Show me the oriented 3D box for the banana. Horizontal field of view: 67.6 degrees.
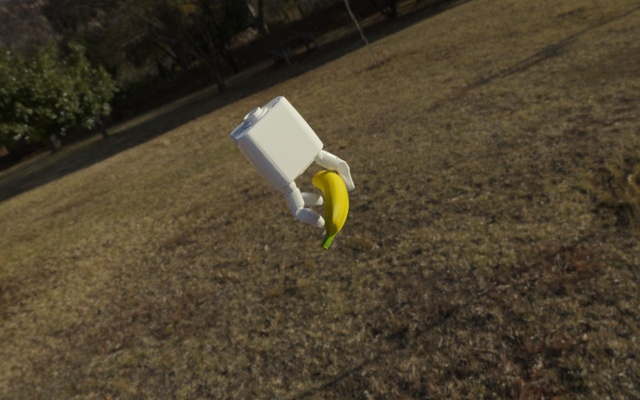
[{"bbox_3d":[0.014,-0.007,0.784,0.037,0.070,0.197,40,23,-25],"label":"banana"}]
